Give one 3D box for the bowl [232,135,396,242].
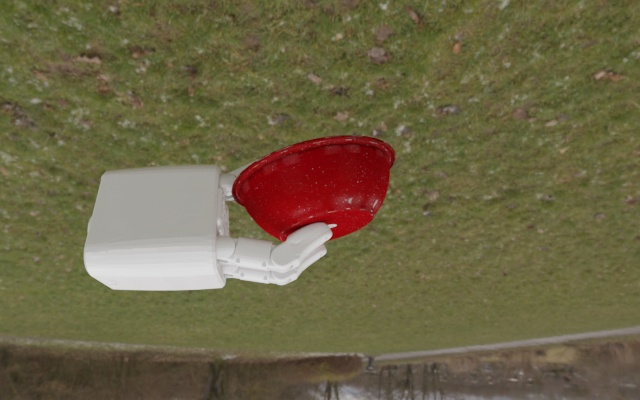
[{"bbox_3d":[0.001,0.002,0.455,0.162,0.055,0.162,-13,-20,-5],"label":"bowl"}]
